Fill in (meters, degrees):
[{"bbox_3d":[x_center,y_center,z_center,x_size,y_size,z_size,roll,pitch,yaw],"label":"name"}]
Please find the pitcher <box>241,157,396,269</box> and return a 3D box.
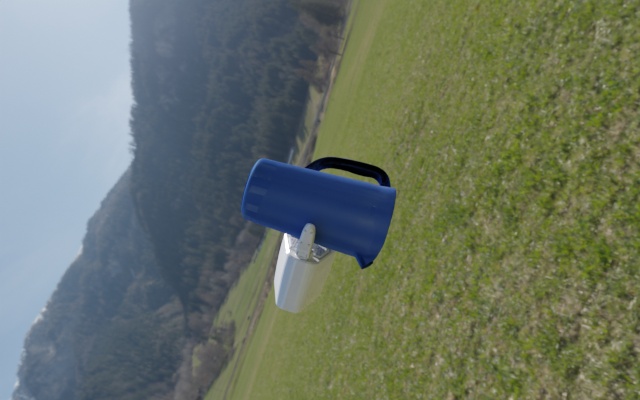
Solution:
[{"bbox_3d":[0.000,0.003,0.806,0.243,0.145,0.149,16,19,2],"label":"pitcher"}]
